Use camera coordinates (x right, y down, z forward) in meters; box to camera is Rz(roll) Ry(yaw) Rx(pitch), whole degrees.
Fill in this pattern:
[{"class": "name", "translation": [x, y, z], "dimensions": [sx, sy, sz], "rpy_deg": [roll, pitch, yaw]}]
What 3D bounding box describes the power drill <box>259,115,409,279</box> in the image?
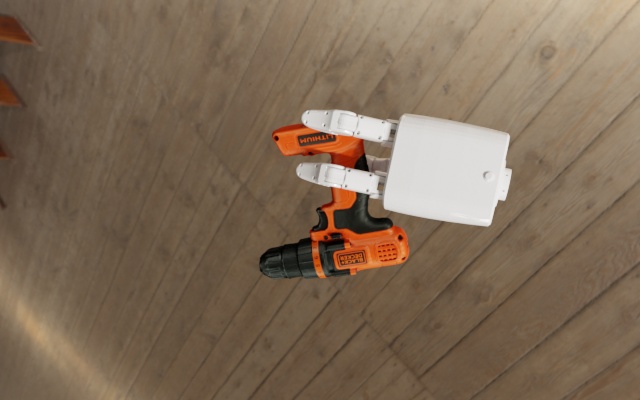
[{"class": "power drill", "translation": [0.000, 0.001, 0.563], "dimensions": [0.184, 0.188, 0.057], "rpy_deg": [-10, 16, 9]}]
